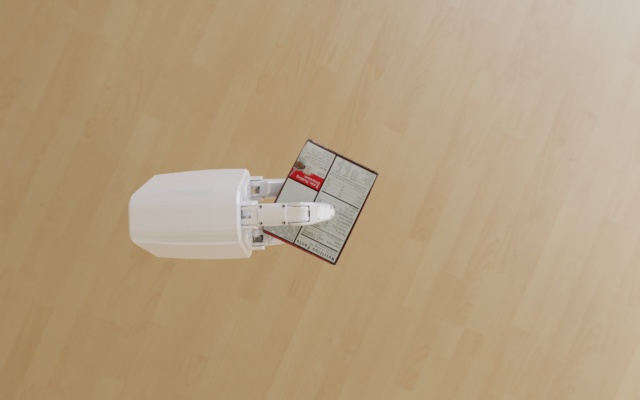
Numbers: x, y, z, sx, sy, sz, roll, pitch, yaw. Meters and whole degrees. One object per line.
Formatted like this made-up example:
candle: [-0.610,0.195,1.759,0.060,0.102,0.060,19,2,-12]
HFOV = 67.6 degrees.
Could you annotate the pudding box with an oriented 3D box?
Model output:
pudding box: [0.000,0.002,0.521,0.090,0.113,0.039,26,0,-1]
